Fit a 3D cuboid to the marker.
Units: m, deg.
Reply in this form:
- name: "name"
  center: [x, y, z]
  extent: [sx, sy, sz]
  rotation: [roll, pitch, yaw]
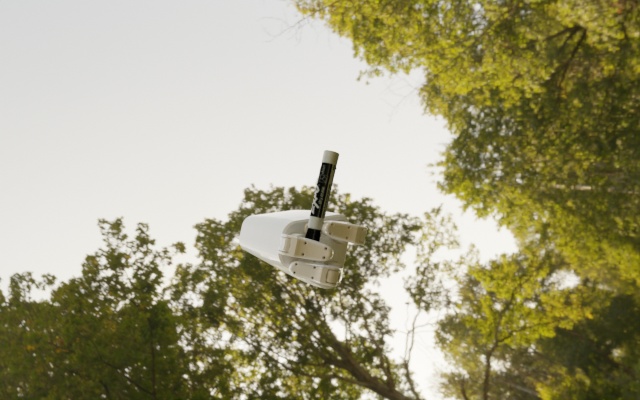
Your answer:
- name: "marker"
  center: [0.000, 0.002, 0.555]
  extent: [0.020, 0.121, 0.020]
  rotation: [12, -4, 1]
